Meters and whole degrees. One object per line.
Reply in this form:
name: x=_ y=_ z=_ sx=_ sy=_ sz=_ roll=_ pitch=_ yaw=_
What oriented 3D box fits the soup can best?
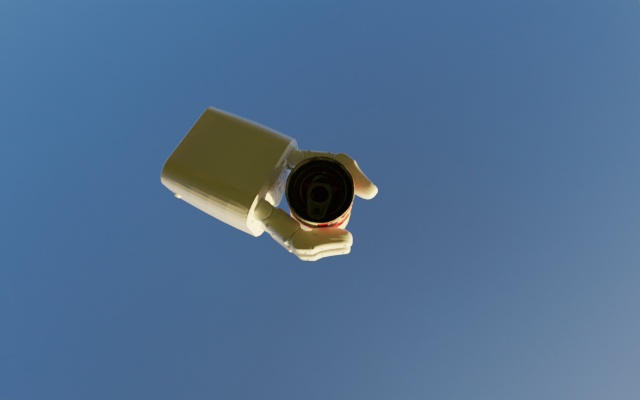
soup can: x=0.001 y=0.002 z=0.511 sx=0.068 sy=0.068 sz=0.102 roll=0 pitch=-14 yaw=1
